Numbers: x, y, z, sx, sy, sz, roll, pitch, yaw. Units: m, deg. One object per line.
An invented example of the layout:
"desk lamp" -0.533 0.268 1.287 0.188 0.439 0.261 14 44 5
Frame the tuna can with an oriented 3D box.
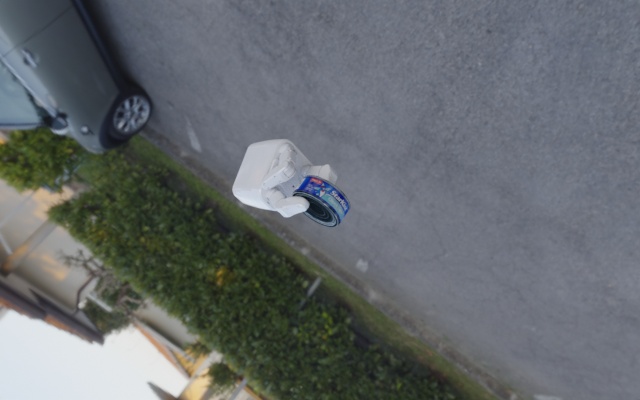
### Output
"tuna can" 0.000 0.003 0.719 0.086 0.033 0.086 29 -24 14
